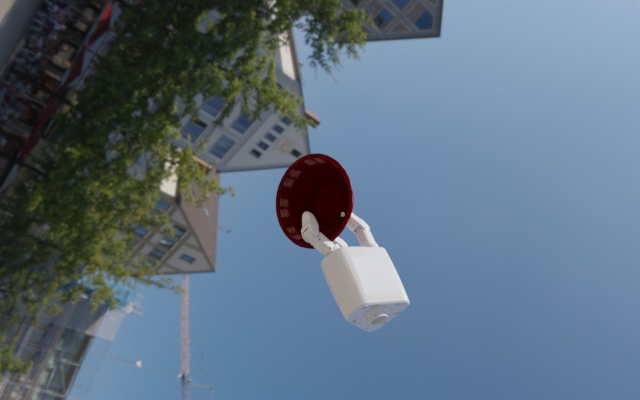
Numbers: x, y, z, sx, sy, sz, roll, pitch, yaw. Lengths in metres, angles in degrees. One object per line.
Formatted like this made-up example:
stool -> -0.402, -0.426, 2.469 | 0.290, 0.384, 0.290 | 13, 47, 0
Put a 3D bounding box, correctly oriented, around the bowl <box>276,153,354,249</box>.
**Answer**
bowl -> 0.000, 0.002, 0.826 | 0.162, 0.162, 0.055 | 0, -4, 36
